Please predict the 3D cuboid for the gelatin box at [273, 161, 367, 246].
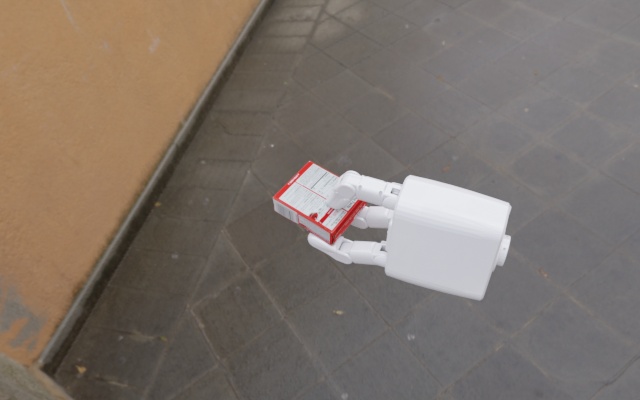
[{"bbox_3d":[0.000,0.001,0.568,0.089,0.073,0.030,30,-31,21],"label":"gelatin box"}]
